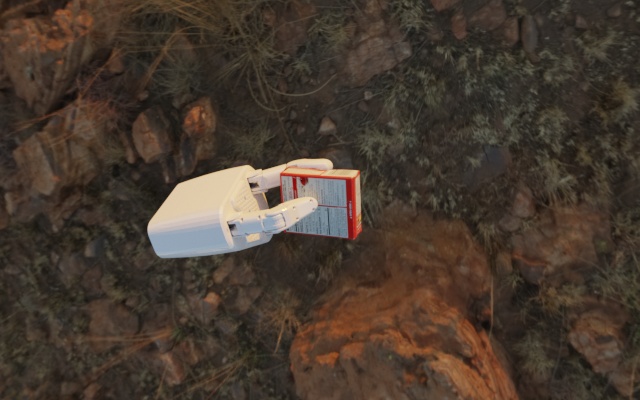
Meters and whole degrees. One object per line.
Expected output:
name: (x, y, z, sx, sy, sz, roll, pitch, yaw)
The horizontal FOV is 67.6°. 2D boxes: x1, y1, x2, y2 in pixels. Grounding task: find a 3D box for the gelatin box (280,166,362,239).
gelatin box: (0.000, 0.002, 0.538, 0.089, 0.073, 0.030, 5, 22, 21)
